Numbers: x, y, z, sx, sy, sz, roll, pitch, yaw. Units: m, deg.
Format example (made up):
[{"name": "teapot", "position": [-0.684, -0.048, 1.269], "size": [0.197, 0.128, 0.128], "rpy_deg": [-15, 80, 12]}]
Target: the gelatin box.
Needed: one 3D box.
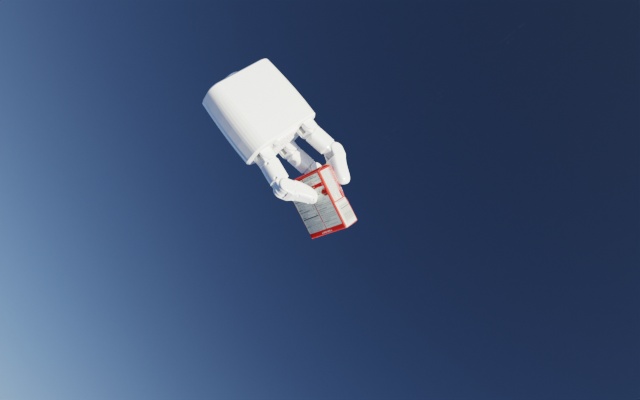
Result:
[{"name": "gelatin box", "position": [0.000, 0.003, 0.664], "size": [0.073, 0.089, 0.030], "rpy_deg": [-22, 6, 45]}]
